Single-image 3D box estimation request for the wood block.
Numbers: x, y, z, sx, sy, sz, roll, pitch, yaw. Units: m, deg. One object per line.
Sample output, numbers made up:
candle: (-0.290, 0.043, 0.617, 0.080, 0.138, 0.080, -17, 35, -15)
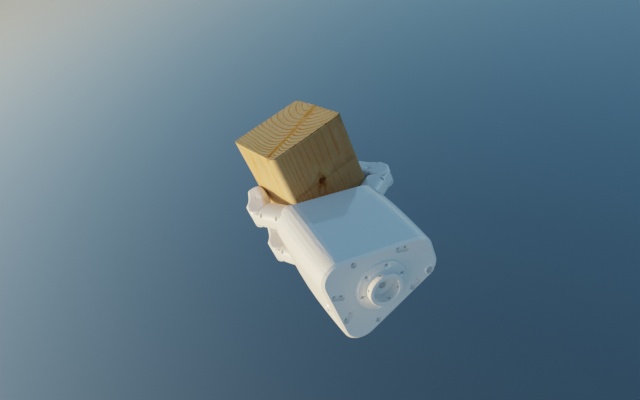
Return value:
wood block: (0.000, 0.002, 0.553, 0.091, 0.206, 0.090, -37, 35, -18)
